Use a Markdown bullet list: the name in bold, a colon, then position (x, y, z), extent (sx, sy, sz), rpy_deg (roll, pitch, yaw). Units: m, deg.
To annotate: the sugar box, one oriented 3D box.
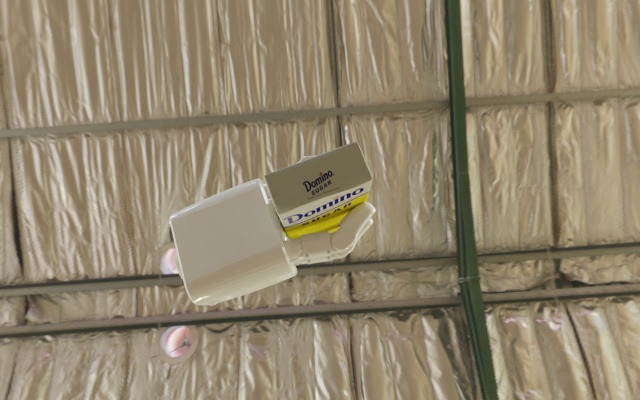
- **sugar box**: position (0.000, 0.002, 0.505), extent (0.093, 0.048, 0.176), rpy_deg (-21, -12, -3)
